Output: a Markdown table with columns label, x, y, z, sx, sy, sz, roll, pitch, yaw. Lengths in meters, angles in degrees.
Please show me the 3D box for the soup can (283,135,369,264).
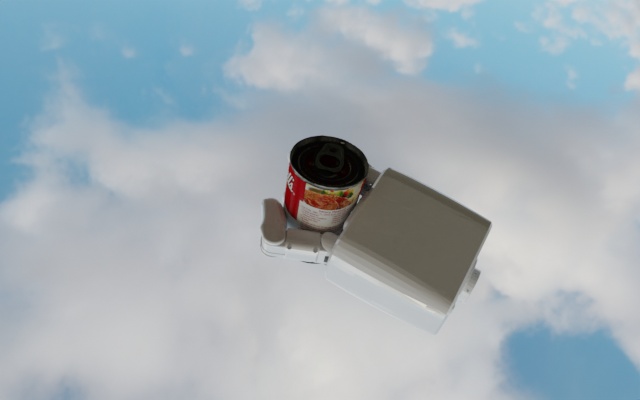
| label | x | y | z | sx | sy | sz | roll | pitch | yaw |
| --- | --- | --- | --- | --- | --- | --- | --- | --- | --- |
| soup can | 0.000 | 0.001 | 0.437 | 0.068 | 0.068 | 0.102 | 0 | -44 | -12 |
